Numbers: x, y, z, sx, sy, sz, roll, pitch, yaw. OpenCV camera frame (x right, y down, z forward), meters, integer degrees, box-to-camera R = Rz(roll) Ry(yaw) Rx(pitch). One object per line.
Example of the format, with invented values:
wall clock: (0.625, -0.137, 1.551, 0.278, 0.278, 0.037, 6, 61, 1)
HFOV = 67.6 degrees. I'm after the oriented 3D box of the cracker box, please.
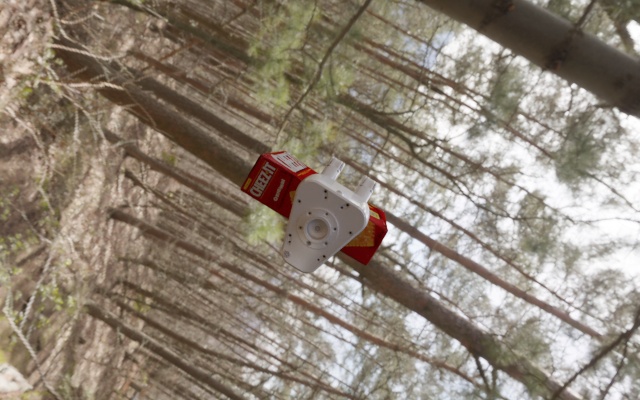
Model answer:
cracker box: (0.000, 0.003, 0.755, 0.213, 0.072, 0.164, 32, 9, 2)
